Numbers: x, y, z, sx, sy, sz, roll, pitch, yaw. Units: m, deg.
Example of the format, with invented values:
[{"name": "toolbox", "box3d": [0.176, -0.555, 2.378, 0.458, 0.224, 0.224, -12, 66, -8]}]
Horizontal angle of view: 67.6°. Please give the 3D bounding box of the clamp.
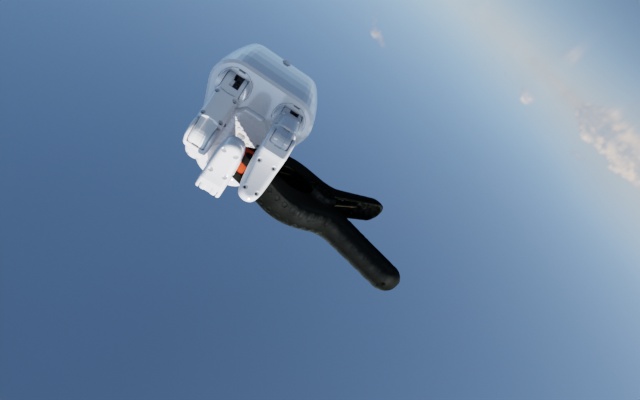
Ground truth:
[{"name": "clamp", "box3d": [0.000, 0.002, 0.432, 0.171, 0.039, 0.120, 37, 20, -14]}]
